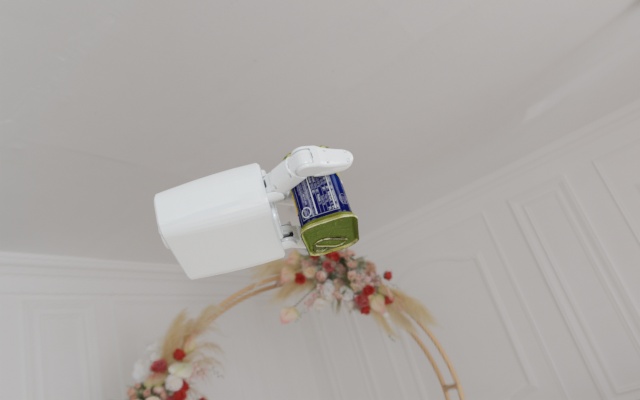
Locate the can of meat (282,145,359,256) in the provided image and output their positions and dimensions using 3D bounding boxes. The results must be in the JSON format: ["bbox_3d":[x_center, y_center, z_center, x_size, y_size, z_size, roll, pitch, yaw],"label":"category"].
[{"bbox_3d":[0.000,0.001,0.499,0.057,0.084,0.102,-17,-22,-1],"label":"can of meat"}]
